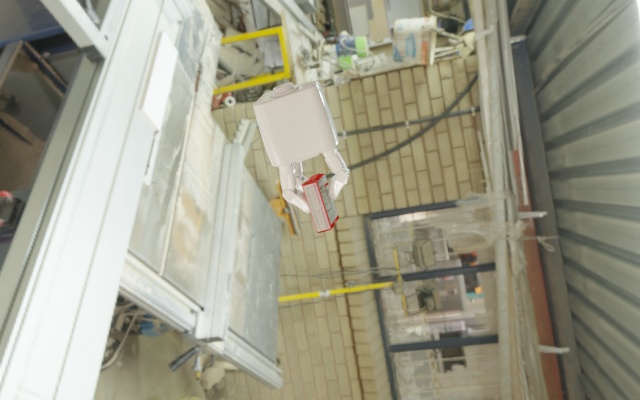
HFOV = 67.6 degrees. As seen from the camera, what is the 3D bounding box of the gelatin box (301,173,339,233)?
[{"bbox_3d":[0.001,0.003,0.815,0.030,0.089,0.073,-16,9,15],"label":"gelatin box"}]
